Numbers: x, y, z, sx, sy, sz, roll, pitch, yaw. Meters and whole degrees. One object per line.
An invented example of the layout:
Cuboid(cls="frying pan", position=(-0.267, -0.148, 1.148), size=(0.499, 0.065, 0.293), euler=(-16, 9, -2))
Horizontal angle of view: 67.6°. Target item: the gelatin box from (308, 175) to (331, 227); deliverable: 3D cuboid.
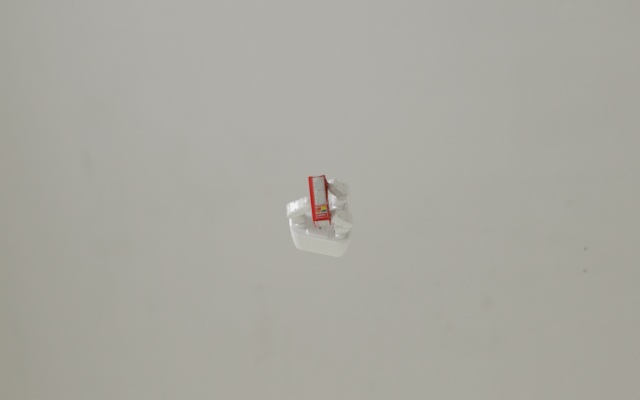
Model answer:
Cuboid(cls="gelatin box", position=(0.000, 0.003, 0.788), size=(0.030, 0.073, 0.089), euler=(-6, -9, 2))
